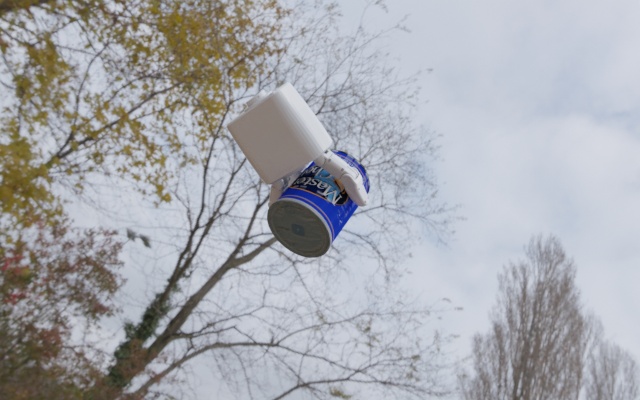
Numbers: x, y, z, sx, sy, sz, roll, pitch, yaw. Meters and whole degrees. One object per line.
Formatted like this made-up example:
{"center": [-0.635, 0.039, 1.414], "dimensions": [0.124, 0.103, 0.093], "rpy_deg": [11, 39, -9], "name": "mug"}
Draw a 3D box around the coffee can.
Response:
{"center": [0.000, 0.003, 0.716], "dimensions": [0.103, 0.103, 0.140], "rpy_deg": [0, 35, 34], "name": "coffee can"}
